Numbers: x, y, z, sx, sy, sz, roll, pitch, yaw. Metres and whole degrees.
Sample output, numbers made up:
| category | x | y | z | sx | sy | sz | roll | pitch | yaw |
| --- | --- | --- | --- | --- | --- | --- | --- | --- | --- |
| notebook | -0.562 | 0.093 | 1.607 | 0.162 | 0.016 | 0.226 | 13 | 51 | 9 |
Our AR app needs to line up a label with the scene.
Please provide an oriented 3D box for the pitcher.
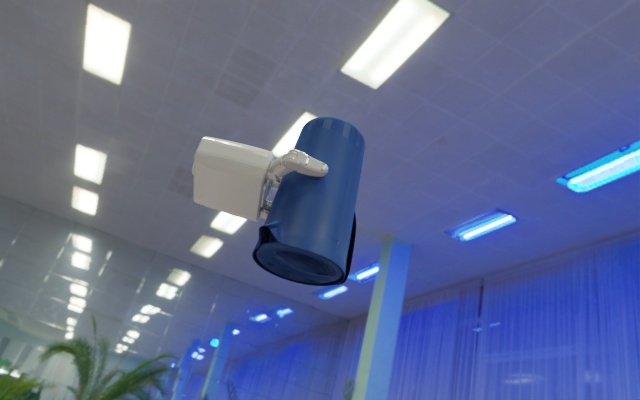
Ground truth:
| category | x | y | z | sx | sy | sz | roll | pitch | yaw |
| --- | --- | --- | --- | --- | --- | --- | --- | --- | --- |
| pitcher | 0.000 | 0.002 | 0.726 | 0.145 | 0.242 | 0.149 | 15 | -29 | 0 |
